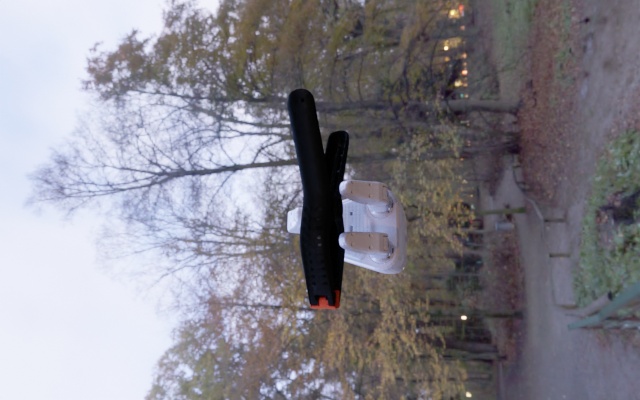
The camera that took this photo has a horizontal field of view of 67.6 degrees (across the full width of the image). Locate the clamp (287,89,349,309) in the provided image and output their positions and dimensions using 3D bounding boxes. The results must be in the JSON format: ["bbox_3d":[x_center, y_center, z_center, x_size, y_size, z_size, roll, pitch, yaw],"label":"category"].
[{"bbox_3d":[-0.001,0.002,0.482,0.036,0.210,0.164,-3,-14,17],"label":"clamp"}]
